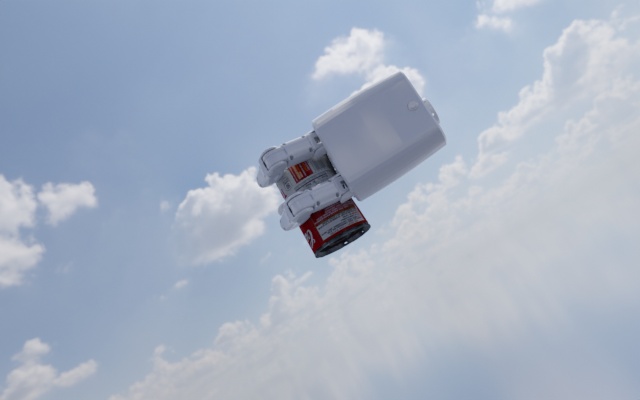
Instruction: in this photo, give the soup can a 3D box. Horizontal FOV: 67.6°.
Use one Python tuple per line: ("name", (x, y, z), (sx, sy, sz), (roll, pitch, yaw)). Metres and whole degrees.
("soup can", (0.000, 0.002, 0.519), (0.068, 0.102, 0.068), (-28, -14, -8))
